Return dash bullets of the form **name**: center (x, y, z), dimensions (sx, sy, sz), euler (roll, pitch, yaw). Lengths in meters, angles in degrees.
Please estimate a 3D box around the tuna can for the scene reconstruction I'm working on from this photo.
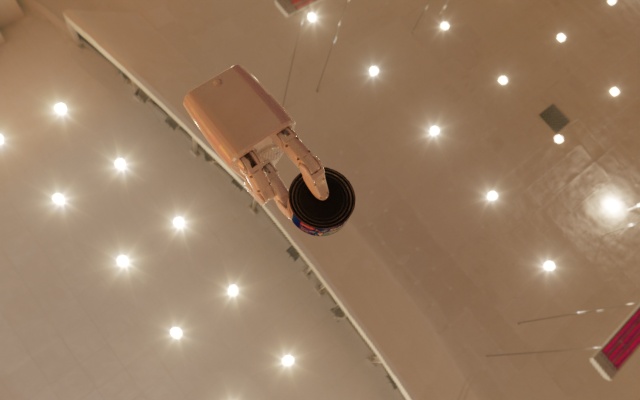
- **tuna can**: center (0.000, 0.002, 0.616), dimensions (0.086, 0.086, 0.034), euler (0, -24, -8)
